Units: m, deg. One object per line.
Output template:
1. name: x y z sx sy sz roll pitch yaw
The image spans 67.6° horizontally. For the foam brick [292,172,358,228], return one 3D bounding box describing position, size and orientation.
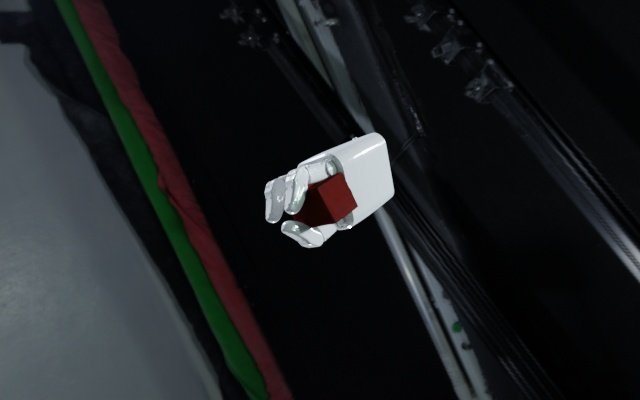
1. foam brick: 0.000 0.002 0.633 0.051 0.053 0.078 -32 11 -37
